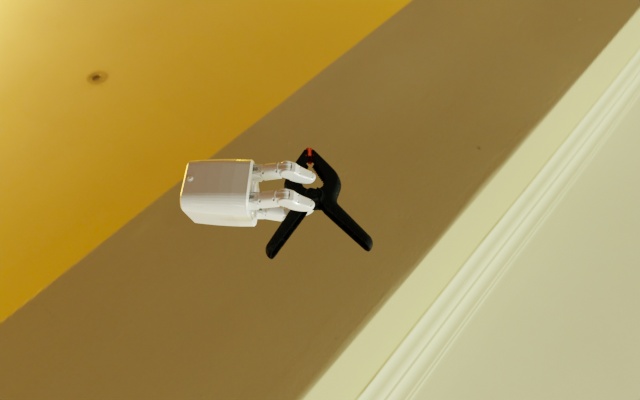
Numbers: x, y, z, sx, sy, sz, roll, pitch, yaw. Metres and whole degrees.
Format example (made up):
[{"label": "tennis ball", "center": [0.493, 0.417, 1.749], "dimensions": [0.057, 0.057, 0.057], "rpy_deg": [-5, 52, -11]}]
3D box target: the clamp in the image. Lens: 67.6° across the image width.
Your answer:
[{"label": "clamp", "center": [0.000, 0.003, 0.782], "dimensions": [0.164, 0.209, 0.036], "rpy_deg": [2, -34, -1]}]
